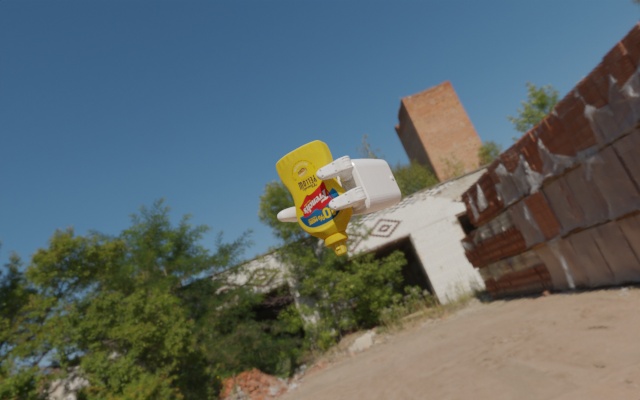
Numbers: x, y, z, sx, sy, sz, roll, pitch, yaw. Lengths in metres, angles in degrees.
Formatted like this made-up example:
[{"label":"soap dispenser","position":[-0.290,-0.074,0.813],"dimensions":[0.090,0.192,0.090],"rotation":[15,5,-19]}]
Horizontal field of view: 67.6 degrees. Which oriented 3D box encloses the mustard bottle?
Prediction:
[{"label":"mustard bottle","position":[0.000,0.002,0.807],"dimensions":[0.096,0.191,0.058],"rotation":[-27,-13,17]}]
